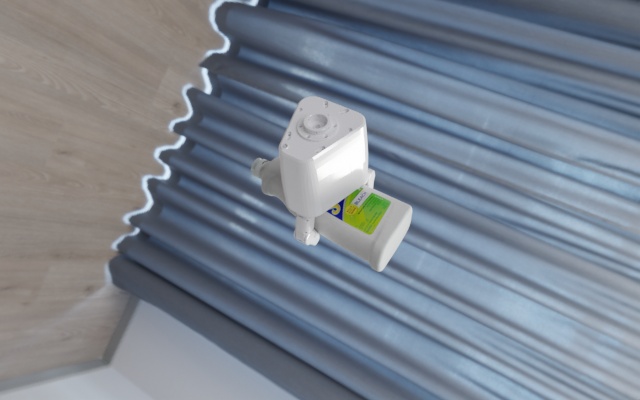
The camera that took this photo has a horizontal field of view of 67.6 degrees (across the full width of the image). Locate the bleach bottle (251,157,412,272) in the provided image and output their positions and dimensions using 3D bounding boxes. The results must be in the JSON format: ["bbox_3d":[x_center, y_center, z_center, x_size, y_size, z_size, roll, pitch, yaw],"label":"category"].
[{"bbox_3d":[0.000,0.002,0.698,0.251,0.102,0.068,25,-32,21],"label":"bleach bottle"}]
